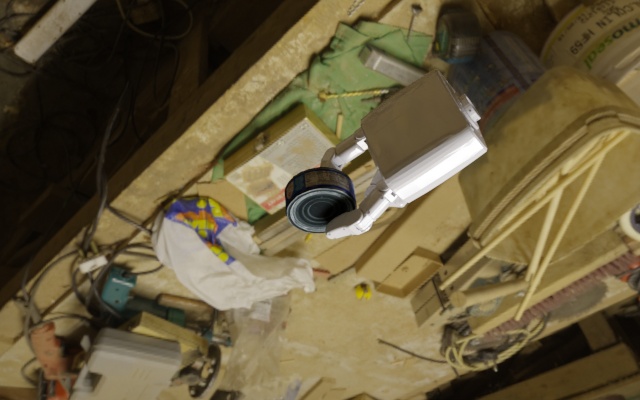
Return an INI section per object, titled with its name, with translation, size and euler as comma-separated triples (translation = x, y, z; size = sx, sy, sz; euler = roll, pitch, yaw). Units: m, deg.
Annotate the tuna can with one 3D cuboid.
[tuna can]
translation = 0.000, 0.002, 0.570
size = 0.086, 0.033, 0.086
euler = -3, -41, -3
